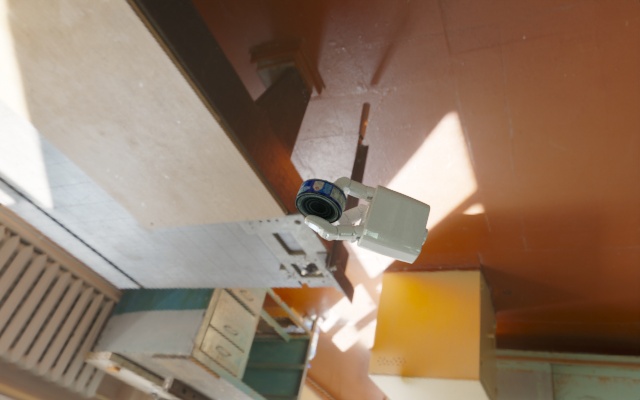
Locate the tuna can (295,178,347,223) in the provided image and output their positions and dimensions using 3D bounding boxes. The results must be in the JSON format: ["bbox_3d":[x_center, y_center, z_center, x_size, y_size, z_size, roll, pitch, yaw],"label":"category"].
[{"bbox_3d":[0.000,0.003,0.828,0.086,0.033,0.086,14,-36,11],"label":"tuna can"}]
